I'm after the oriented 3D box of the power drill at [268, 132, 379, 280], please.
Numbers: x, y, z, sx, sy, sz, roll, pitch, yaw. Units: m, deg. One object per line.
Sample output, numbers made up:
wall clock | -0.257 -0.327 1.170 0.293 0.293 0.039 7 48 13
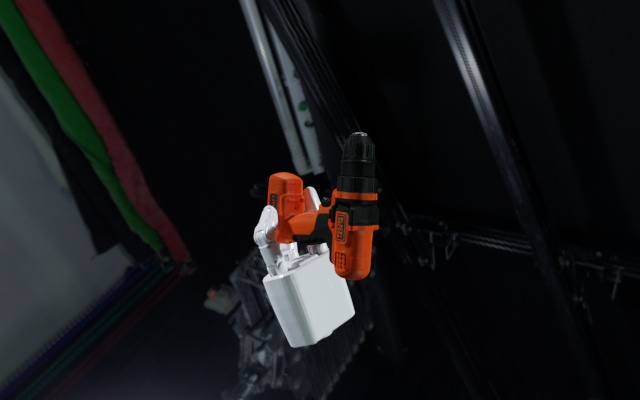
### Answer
power drill | 0.000 0.002 0.649 0.057 0.184 0.187 2 3 -39
